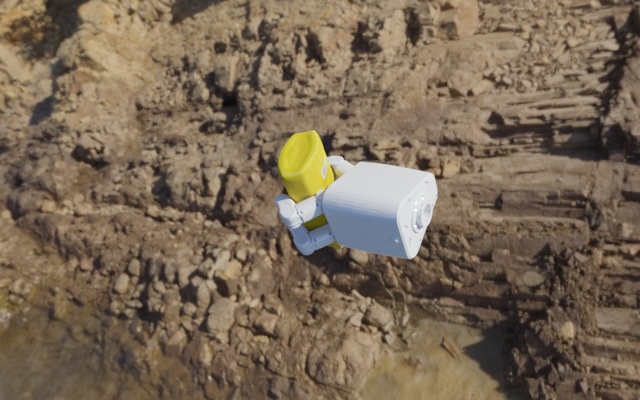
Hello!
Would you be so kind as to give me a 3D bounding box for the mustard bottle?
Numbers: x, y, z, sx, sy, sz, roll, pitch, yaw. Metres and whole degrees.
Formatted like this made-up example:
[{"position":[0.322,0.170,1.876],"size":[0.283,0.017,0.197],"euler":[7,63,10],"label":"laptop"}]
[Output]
[{"position":[0.000,0.002,0.682],"size":[0.058,0.192,0.096],"euler":[-9,42,17],"label":"mustard bottle"}]
